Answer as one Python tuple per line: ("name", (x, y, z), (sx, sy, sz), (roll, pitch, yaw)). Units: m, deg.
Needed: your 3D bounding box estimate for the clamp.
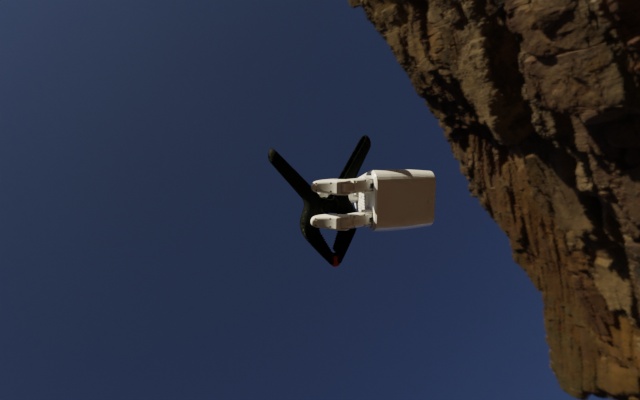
("clamp", (0.000, 0.003, 0.760), (0.164, 0.210, 0.036), (-2, 10, -13))
